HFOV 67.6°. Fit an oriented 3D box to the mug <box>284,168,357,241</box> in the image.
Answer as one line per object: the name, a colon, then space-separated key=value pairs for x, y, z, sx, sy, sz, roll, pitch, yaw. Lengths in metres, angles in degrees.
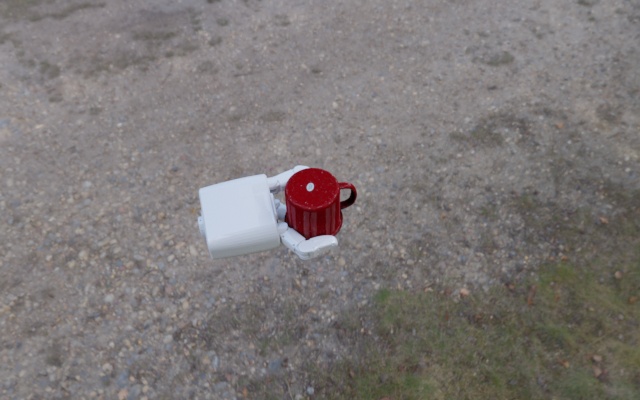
mug: x=0.002 y=0.002 z=0.724 sx=0.117 sy=0.093 sz=0.082 roll=-14 pitch=-36 yaw=-9
